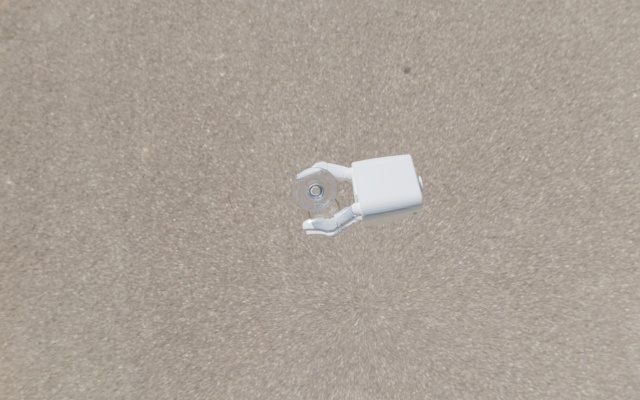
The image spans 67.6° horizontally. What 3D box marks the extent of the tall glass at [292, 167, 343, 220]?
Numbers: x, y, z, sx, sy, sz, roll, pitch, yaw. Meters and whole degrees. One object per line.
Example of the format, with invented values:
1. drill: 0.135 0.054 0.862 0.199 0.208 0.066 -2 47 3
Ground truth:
1. tall glass: 0.000 0.003 0.865 0.079 0.079 0.201 0 -12 5
